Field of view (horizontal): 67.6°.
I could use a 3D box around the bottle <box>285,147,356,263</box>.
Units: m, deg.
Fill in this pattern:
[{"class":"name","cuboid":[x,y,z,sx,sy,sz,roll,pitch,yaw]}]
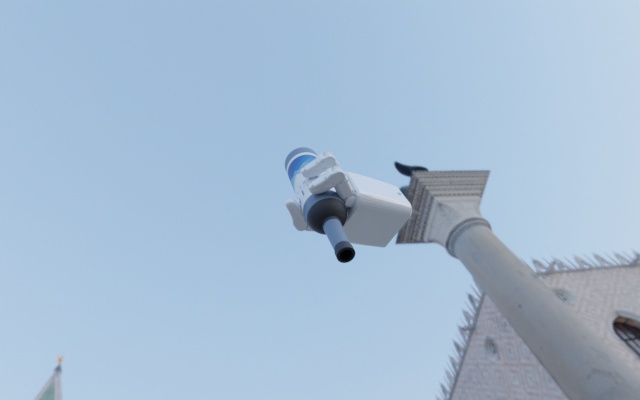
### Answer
[{"class":"bottle","cuboid":[0.000,0.002,0.779,0.069,0.069,0.295,0,30,-16]}]
